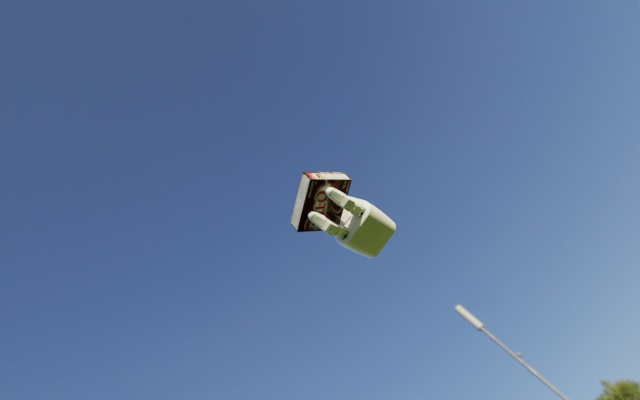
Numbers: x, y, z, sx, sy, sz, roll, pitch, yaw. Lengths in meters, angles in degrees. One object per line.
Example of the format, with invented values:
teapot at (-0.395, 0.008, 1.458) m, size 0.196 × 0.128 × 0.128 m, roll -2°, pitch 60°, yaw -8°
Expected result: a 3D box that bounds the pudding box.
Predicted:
pudding box at (0.000, 0.003, 0.890) m, size 0.090 × 0.113 × 0.039 m, roll -2°, pitch 27°, yaw -32°
